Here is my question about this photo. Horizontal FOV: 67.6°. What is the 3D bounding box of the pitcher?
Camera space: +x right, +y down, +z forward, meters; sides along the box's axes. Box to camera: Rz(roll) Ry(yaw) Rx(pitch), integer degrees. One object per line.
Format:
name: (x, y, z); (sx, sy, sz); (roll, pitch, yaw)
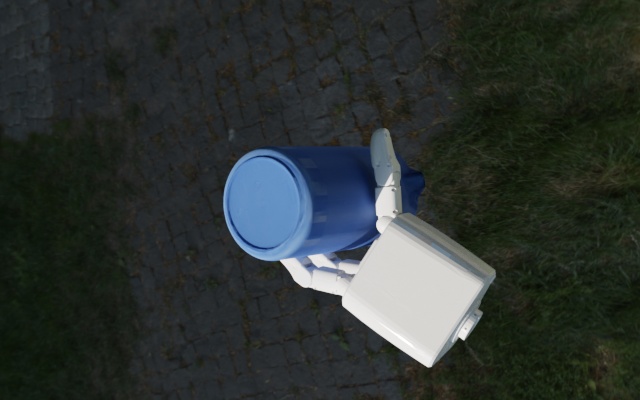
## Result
pitcher: (0.000, 0.002, 0.547); (0.145, 0.149, 0.243); (36, 20, 25)
